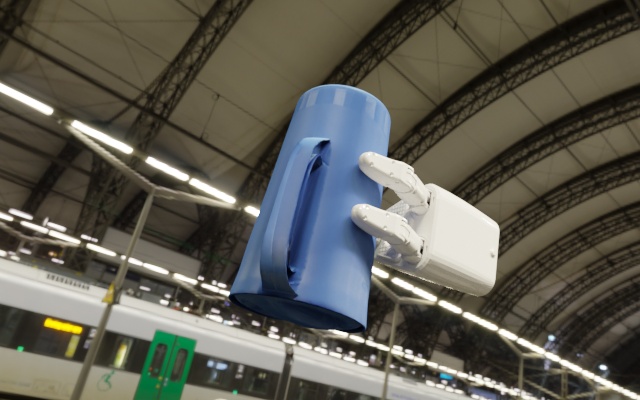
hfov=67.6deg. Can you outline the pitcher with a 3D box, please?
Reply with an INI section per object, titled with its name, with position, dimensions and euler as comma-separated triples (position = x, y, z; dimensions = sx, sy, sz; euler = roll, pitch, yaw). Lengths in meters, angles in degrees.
[pitcher]
position = 0.000, 0.002, 0.486
dimensions = 0.145, 0.242, 0.149
euler = 24, -25, -25
